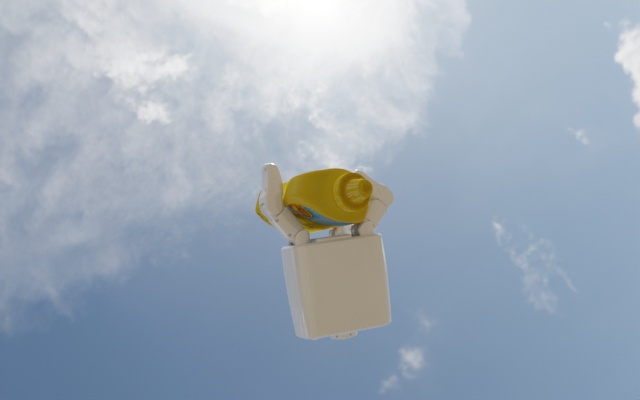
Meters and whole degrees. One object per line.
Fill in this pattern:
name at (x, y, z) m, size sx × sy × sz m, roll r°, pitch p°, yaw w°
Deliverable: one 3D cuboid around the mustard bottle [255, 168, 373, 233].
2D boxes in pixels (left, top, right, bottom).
mustard bottle at (0.000, 0.002, 0.559) m, size 0.096 × 0.058 × 0.191 m, roll 21°, pitch -17°, yaw -24°
